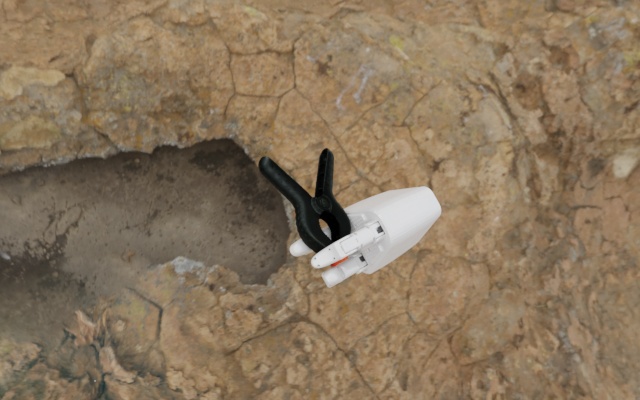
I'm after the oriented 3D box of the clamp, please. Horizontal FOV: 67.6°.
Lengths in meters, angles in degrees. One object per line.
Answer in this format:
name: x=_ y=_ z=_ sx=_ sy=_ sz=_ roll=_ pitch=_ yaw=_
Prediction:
clamp: x=0.000 y=0.002 z=0.649 sx=0.120 sy=0.171 sz=0.039 roll=-24 pitch=-7 yaw=-33
